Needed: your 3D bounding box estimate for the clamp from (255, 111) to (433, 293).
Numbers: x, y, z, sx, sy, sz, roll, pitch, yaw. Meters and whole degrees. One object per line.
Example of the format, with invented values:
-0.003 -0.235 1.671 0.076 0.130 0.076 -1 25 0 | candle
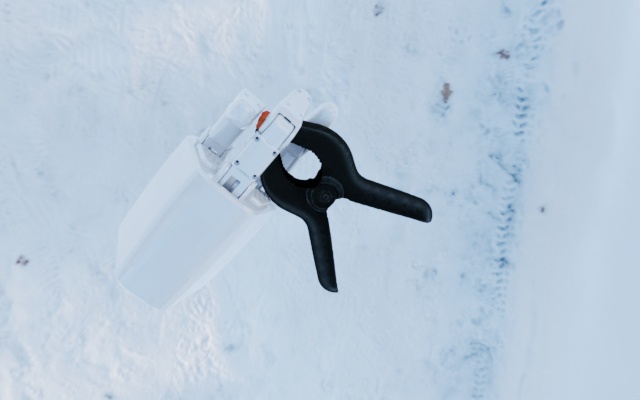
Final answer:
0.000 0.001 0.409 0.171 0.120 0.039 40 7 -14 | clamp
